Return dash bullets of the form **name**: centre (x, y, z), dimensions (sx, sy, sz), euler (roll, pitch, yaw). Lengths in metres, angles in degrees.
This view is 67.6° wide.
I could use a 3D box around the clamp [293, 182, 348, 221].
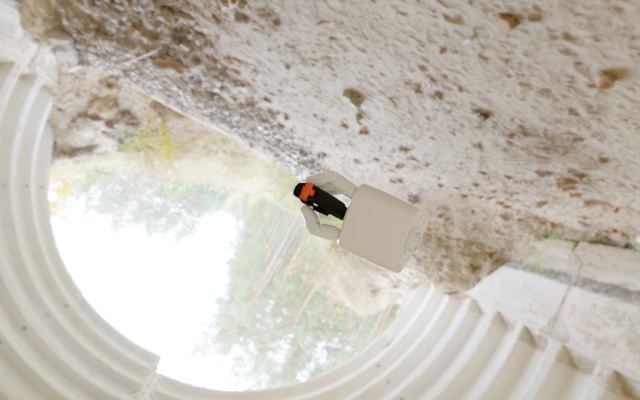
- **clamp**: centre (0.000, 0.003, 0.832), dimensions (0.164, 0.036, 0.210), euler (23, -4, 27)
